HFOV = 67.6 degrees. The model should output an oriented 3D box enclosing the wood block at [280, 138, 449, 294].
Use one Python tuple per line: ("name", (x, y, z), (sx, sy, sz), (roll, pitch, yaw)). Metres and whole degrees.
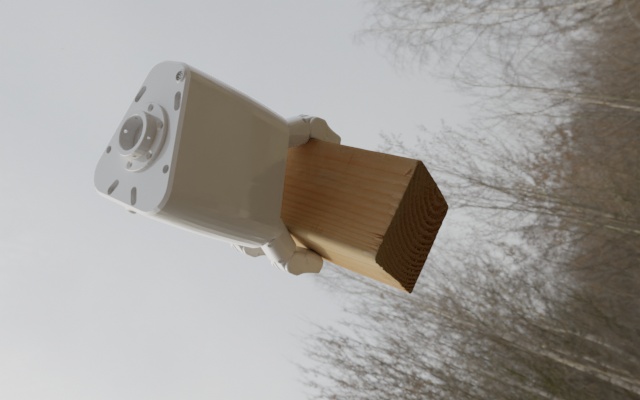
("wood block", (0.000, 0.001, 0.453), (0.206, 0.091, 0.090), (17, -17, 37))
